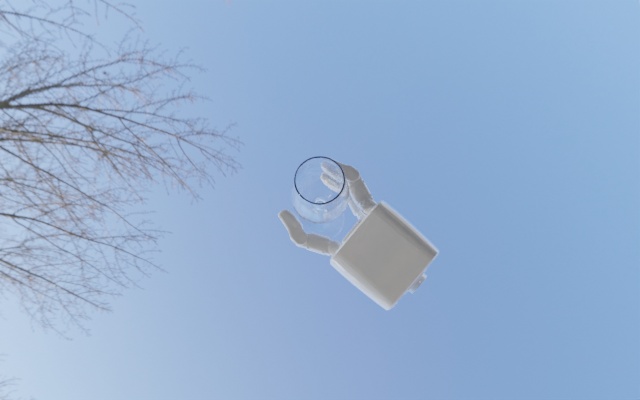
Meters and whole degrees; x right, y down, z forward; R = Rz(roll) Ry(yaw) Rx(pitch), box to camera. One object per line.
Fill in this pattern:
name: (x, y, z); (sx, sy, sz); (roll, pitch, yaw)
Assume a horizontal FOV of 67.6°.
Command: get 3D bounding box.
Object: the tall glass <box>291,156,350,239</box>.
tall glass: (0.000, 0.002, 0.669); (0.079, 0.079, 0.201); (0, -16, 1)
